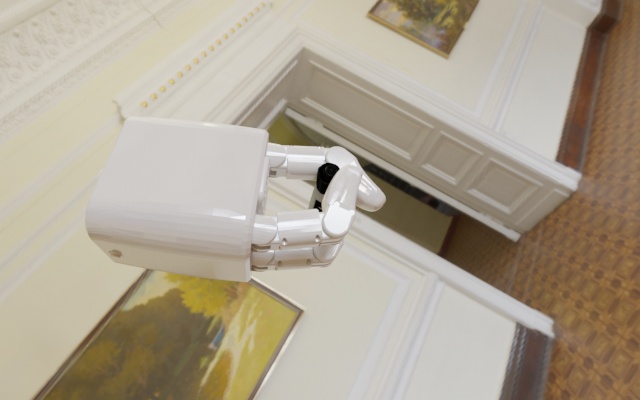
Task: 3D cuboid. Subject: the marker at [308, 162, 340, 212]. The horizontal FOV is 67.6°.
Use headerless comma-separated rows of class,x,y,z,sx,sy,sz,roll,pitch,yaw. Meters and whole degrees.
marker,0.000,0.001,0.405,0.020,0.020,0.121,0,-23,-8
